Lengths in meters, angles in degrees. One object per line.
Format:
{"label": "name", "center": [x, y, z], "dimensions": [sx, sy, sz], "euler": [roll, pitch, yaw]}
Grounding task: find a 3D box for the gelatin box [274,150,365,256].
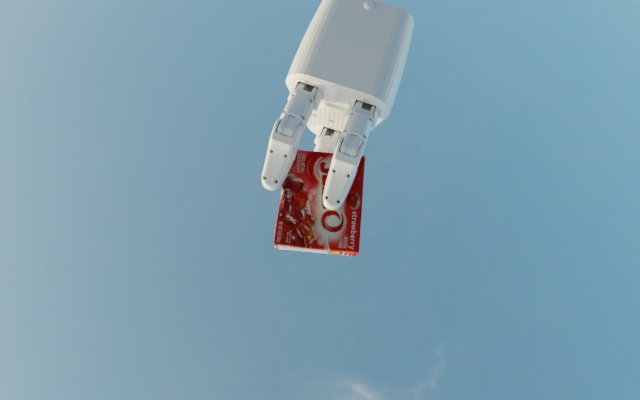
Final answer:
{"label": "gelatin box", "center": [0.000, 0.002, 0.423], "dimensions": [0.073, 0.089, 0.030], "euler": [6, -13, -1]}
